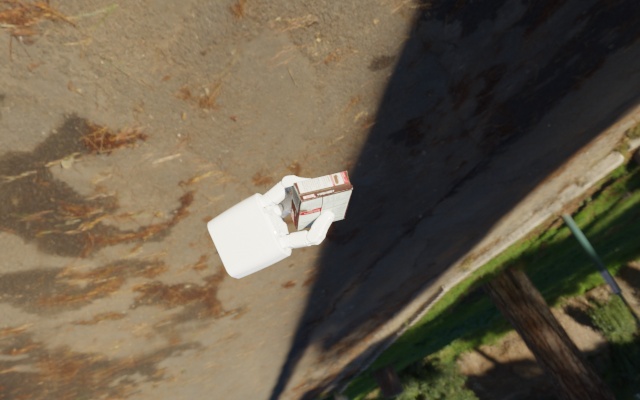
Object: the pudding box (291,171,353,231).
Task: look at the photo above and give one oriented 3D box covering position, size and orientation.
[{"bbox_3d":[0.000,0.003,0.787,0.090,0.039,0.113,-14,-24,-13],"label":"pudding box"}]
